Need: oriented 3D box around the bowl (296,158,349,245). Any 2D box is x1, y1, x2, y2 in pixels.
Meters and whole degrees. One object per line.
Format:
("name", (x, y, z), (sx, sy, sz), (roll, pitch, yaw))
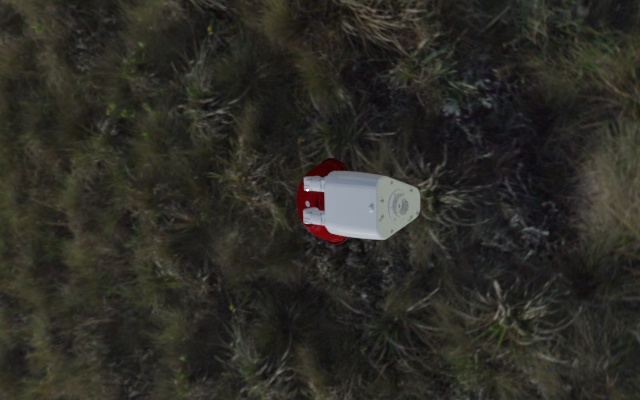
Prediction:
("bowl", (-0.001, 0.003, 0.877), (0.055, 0.162, 0.162), (-4, 2, -29))
